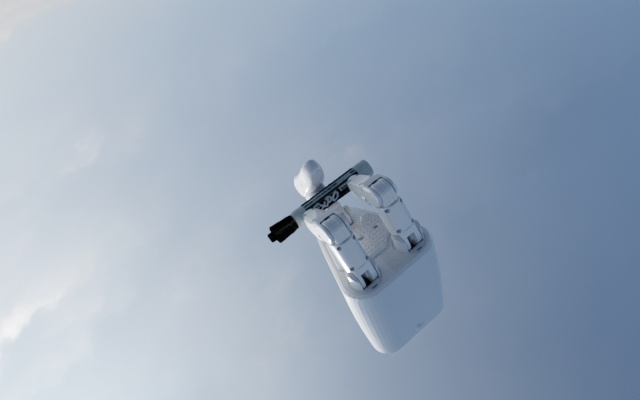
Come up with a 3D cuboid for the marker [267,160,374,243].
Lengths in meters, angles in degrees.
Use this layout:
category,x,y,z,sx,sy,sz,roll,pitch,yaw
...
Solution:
category,x,y,z,sx,sy,sz,roll,pitch,yaw
marker,0.000,0.001,0.460,0.121,0.020,0.020,-36,10,-15
